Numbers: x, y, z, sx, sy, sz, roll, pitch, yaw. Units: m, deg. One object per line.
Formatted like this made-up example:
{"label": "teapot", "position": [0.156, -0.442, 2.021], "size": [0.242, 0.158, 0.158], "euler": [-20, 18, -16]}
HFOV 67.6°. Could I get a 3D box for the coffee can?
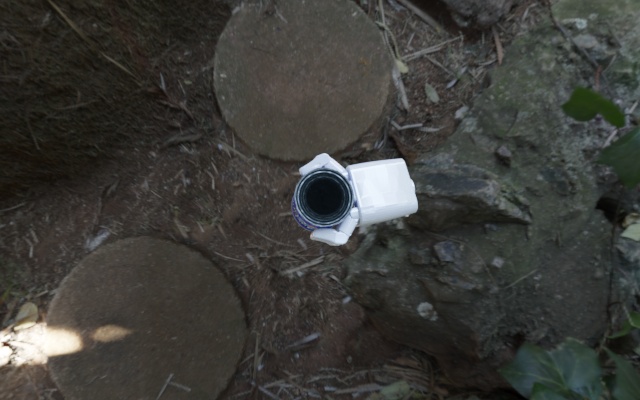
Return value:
{"label": "coffee can", "position": [0.000, 0.003, 0.878], "size": [0.103, 0.103, 0.140], "euler": [0, -7, -5]}
